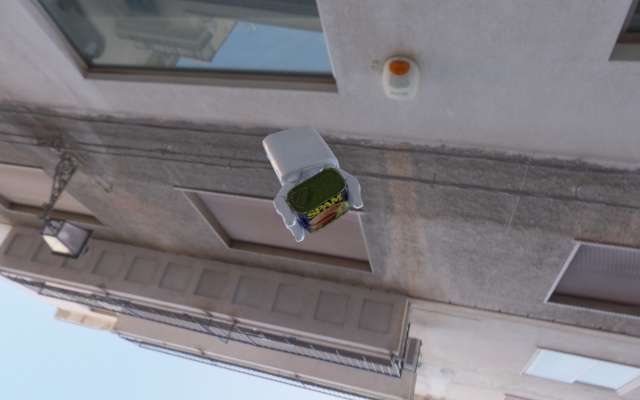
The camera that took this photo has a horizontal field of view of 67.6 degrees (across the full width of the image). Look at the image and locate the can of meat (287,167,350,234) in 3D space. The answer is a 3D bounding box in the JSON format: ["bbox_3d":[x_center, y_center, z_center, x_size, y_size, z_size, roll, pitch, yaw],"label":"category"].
[{"bbox_3d":[0.000,0.003,0.844,0.102,0.057,0.084,-31,-32,-7],"label":"can of meat"}]
